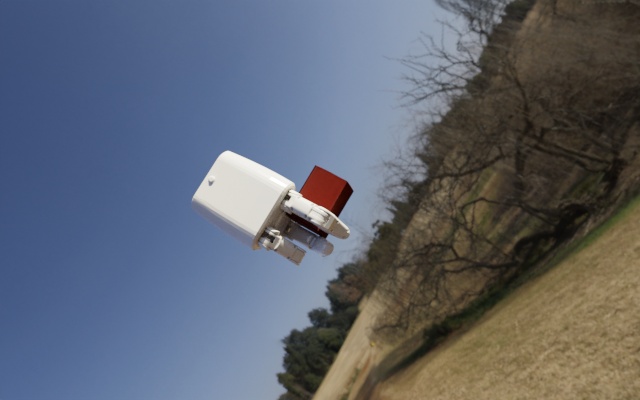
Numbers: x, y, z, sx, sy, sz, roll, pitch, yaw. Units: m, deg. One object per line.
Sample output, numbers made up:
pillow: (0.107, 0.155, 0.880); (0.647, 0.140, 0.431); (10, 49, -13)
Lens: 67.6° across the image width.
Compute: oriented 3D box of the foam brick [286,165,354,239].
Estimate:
foam brick: (0.000, 0.002, 0.634); (0.051, 0.078, 0.053); (29, -7, 18)
